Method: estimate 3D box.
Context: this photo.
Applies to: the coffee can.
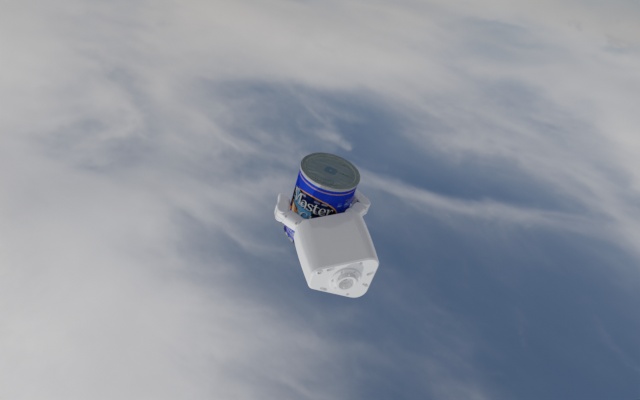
[{"bbox_3d":[0.000,0.002,0.831,0.103,0.140,0.102,11,37,-9],"label":"coffee can"}]
